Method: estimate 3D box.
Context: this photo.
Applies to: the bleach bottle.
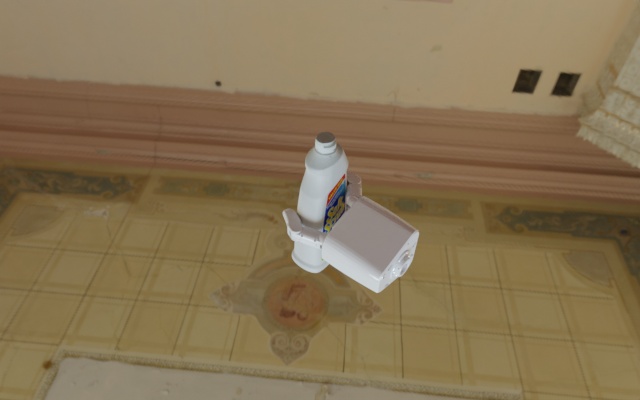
[{"bbox_3d":[0.000,0.002,0.774,0.068,0.251,0.102,30,51,26],"label":"bleach bottle"}]
